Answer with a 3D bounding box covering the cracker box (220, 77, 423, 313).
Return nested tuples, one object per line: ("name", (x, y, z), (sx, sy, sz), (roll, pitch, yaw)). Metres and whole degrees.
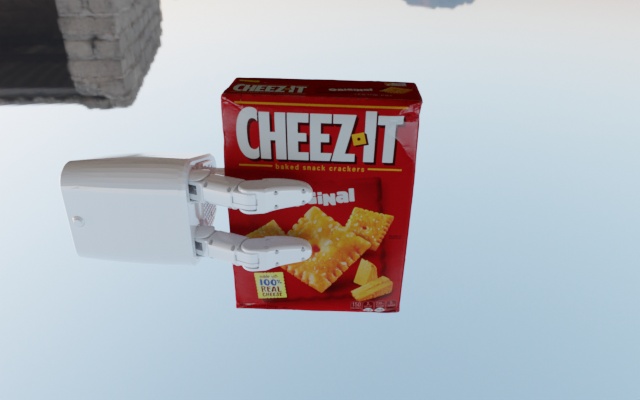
("cracker box", (0.000, 0.002, 0.444), (0.164, 0.214, 0.072), (2, 26, 2))
